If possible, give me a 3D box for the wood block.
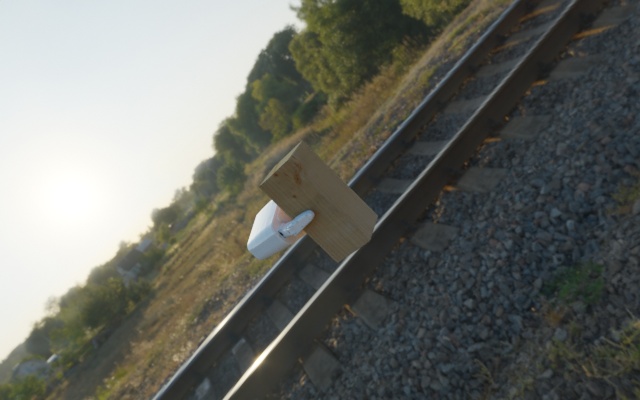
[{"bbox_3d":[0.000,0.003,0.889,0.090,0.206,0.090,-39,13,33],"label":"wood block"}]
